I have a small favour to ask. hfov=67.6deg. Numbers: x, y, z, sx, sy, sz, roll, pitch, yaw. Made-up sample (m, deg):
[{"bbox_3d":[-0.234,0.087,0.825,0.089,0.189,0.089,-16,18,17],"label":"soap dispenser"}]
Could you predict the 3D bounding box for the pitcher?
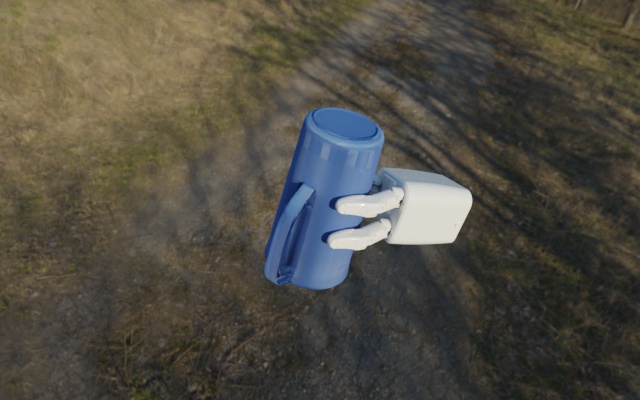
[{"bbox_3d":[0.000,0.002,0.670,0.145,0.243,0.149,5,34,-16],"label":"pitcher"}]
